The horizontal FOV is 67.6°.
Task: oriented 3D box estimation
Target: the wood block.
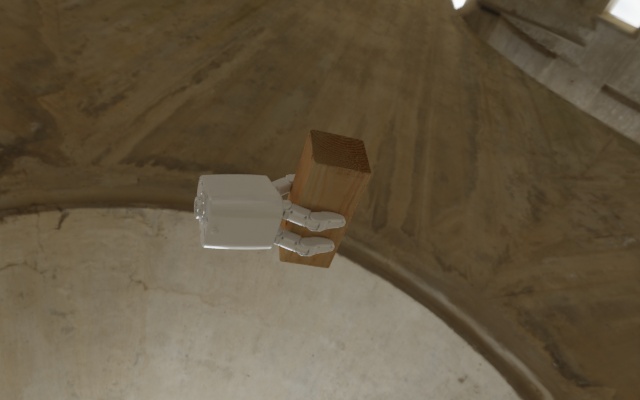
[{"bbox_3d":[0.000,0.002,0.767,0.090,0.206,0.090,10,39,-14],"label":"wood block"}]
